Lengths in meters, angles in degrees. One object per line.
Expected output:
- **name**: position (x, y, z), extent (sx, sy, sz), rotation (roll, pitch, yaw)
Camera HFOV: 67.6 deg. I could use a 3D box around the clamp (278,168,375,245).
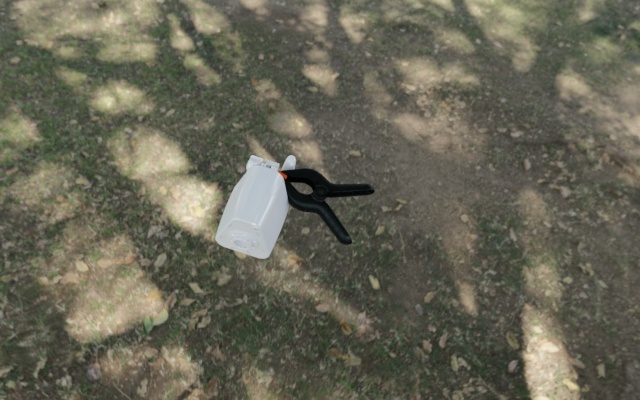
- **clamp**: position (0.000, 0.002, 0.815), extent (0.171, 0.120, 0.039), rotation (17, -32, 0)
